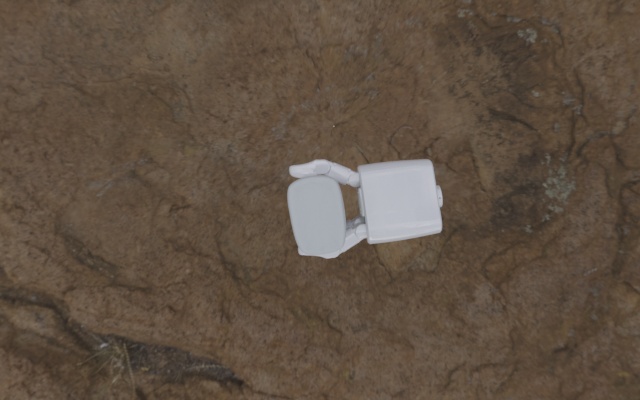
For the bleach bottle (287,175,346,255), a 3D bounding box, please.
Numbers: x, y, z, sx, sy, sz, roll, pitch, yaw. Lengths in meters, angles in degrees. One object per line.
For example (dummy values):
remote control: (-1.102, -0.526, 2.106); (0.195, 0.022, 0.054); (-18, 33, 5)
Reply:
bleach bottle: (0.000, 0.002, 0.704); (0.068, 0.102, 0.251); (-8, 9, 3)
